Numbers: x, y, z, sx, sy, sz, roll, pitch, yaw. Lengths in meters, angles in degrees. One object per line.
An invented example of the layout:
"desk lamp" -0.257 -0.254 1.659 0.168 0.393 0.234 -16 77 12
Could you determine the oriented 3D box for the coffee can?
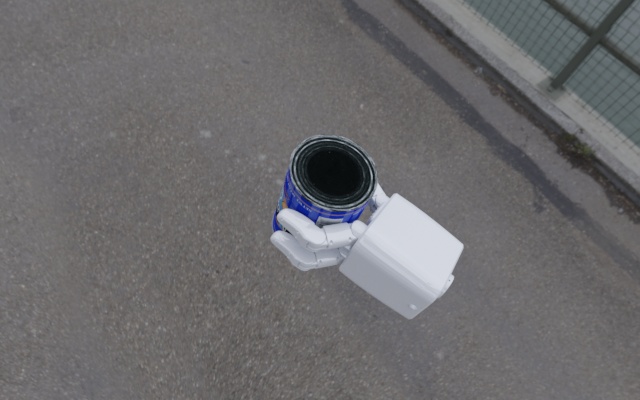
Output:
"coffee can" 0.000 0.002 0.588 0.103 0.102 0.140 0 -30 -15
